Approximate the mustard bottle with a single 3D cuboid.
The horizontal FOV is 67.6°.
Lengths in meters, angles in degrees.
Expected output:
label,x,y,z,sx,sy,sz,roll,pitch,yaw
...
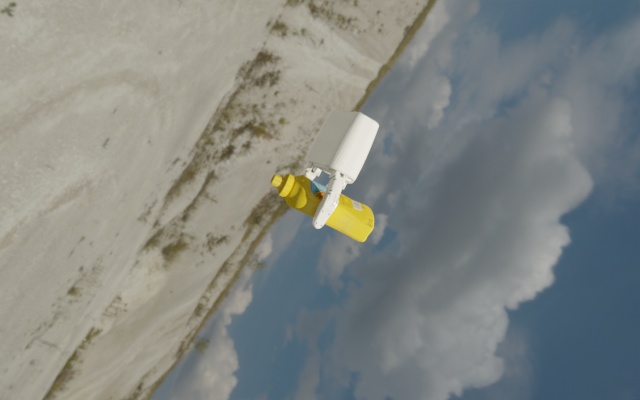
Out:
label,x,y,z,sx,sy,sz,roll,pitch,yaw
mustard bottle,0.000,0.003,0.846,0.192,0.058,0.096,27,21,-16
